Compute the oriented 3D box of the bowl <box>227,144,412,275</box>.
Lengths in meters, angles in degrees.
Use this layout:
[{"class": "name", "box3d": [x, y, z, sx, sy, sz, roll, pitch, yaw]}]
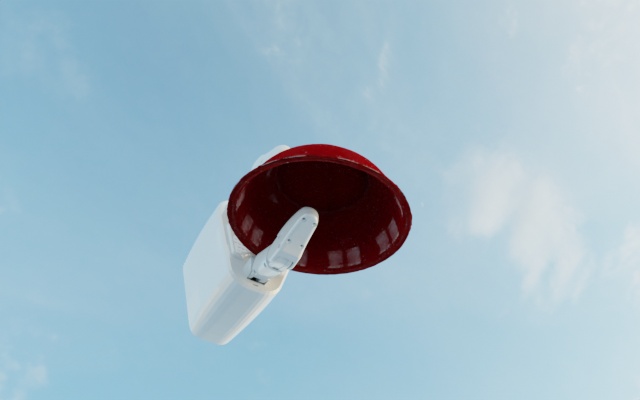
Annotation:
[{"class": "bowl", "box3d": [0.001, 0.001, 0.435, 0.162, 0.055, 0.162, 3, -42, 3]}]
